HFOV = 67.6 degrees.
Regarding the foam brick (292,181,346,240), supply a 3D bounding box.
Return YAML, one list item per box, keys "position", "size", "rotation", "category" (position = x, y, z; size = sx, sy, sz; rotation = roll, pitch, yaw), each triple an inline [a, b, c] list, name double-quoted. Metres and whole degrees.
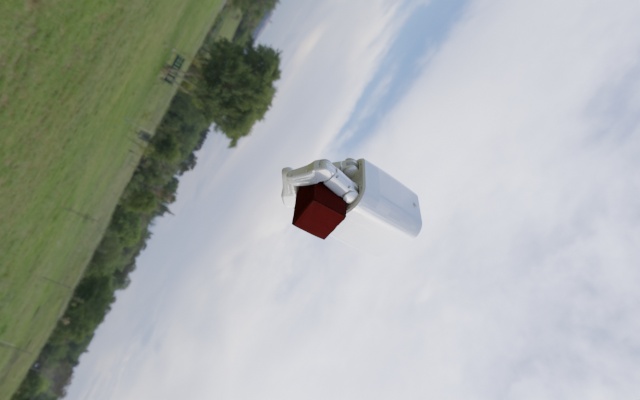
- position: [0.000, 0.002, 0.631]
  size: [0.051, 0.078, 0.053]
  rotation: [30, -54, -19]
  category: "foam brick"
